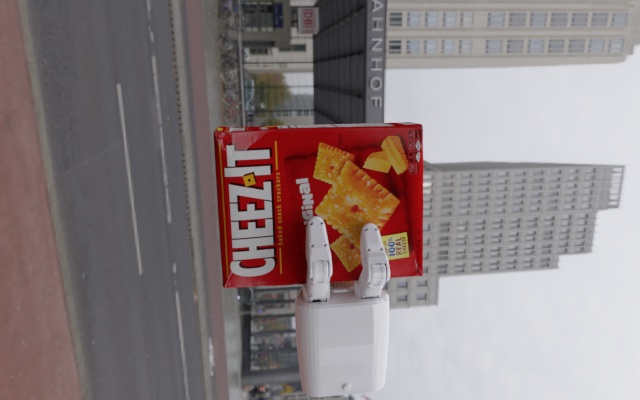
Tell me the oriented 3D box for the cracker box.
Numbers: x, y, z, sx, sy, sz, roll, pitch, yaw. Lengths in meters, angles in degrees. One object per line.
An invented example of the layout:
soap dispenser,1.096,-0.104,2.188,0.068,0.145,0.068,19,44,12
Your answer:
cracker box,0.000,0.002,0.510,0.214,0.164,0.072,-3,11,-7
